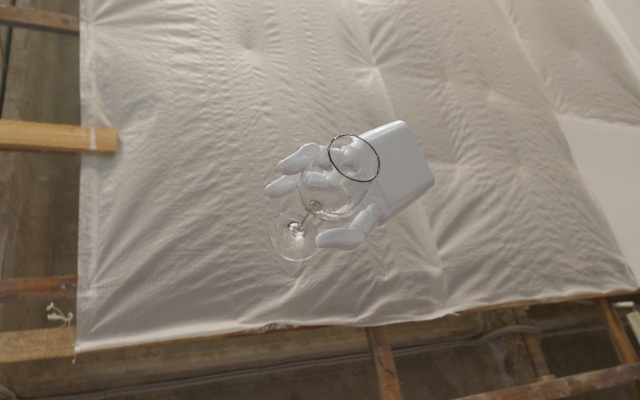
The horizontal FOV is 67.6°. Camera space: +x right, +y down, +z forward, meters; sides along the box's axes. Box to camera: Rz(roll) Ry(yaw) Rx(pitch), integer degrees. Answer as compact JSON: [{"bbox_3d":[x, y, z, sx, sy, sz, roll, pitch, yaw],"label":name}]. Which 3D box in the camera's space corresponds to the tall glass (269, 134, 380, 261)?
[{"bbox_3d":[0.000,0.002,0.588,0.079,0.079,0.201,0,-29,-25],"label":"tall glass"}]
